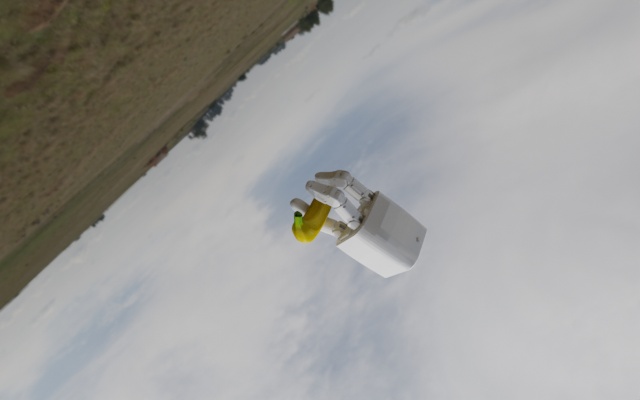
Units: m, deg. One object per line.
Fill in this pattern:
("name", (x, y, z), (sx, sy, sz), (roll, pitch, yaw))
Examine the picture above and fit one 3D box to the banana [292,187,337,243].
("banana", (-0.007, 0.020, 0.756), (0.037, 0.070, 0.197), (24, 24, 6))
